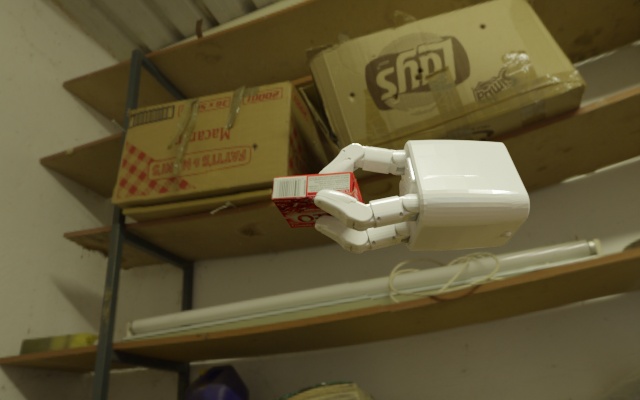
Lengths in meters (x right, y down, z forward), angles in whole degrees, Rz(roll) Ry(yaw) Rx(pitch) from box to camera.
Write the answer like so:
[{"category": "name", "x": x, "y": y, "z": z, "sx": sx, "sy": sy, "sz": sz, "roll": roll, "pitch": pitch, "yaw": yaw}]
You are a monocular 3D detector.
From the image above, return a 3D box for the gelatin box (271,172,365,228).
[{"category": "gelatin box", "x": 0.000, "y": 0.001, "z": 0.520, "sx": 0.089, "sy": 0.030, "sz": 0.073, "roll": -3, "pitch": -28, "yaw": 13}]
